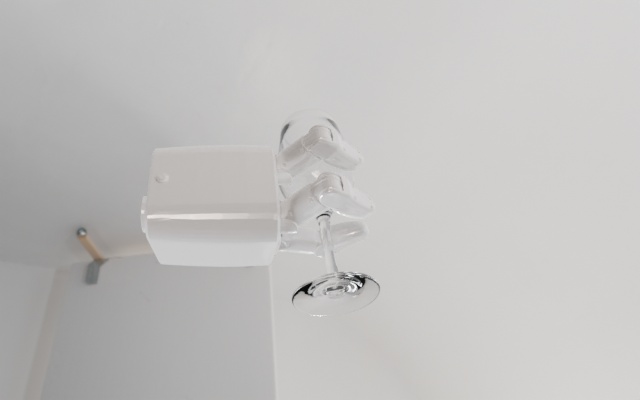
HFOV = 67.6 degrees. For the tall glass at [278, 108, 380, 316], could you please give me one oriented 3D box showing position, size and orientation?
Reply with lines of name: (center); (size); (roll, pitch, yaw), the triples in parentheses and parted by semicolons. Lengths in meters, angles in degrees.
tall glass: (0.000, 0.002, 0.455); (0.079, 0.200, 0.079); (-6, -38, -4)
